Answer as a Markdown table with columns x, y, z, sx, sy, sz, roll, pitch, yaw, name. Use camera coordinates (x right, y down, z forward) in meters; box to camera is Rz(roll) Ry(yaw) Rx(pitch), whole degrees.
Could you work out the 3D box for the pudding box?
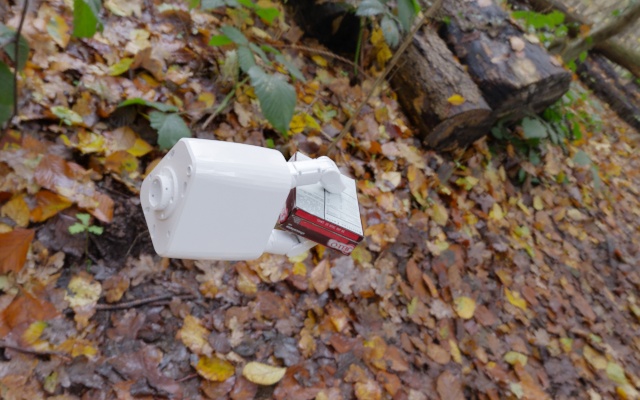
| x | y | z | sx | sy | sz | roll | pitch | yaw | name |
| --- | --- | --- | --- | --- | --- | --- | --- | --- | --- |
| 0.000 | 0.002 | 0.550 | 0.090 | 0.039 | 0.113 | 26 | 34 | -20 | pudding box |
